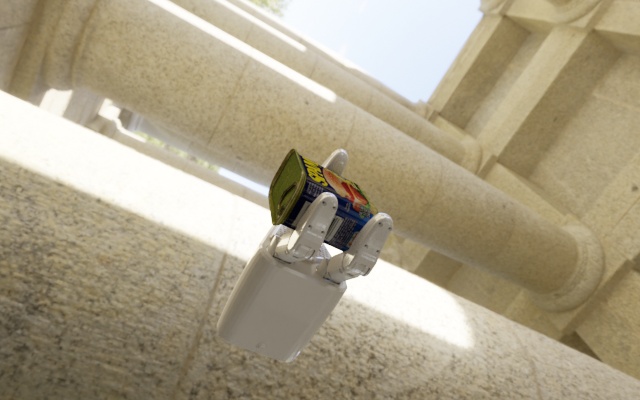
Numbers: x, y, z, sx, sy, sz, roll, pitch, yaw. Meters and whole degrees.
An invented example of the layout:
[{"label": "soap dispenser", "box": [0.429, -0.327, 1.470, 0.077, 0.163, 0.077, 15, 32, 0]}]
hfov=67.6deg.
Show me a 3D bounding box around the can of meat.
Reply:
[{"label": "can of meat", "box": [0.000, 0.002, 0.465, 0.084, 0.057, 0.102, 26, 16, -18]}]
